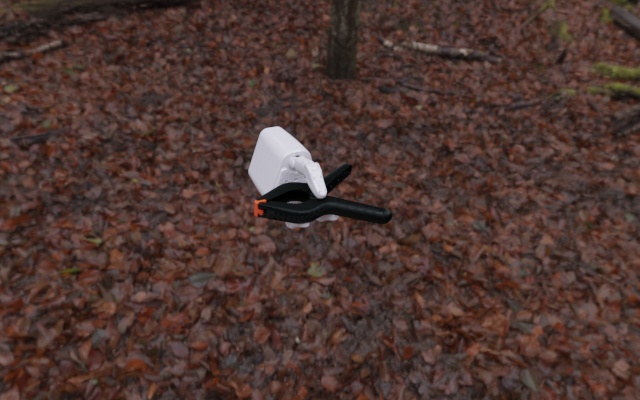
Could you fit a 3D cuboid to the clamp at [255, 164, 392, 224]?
[{"bbox_3d":[0.000,0.002,0.768,0.210,0.036,0.164,-13,38,-26],"label":"clamp"}]
